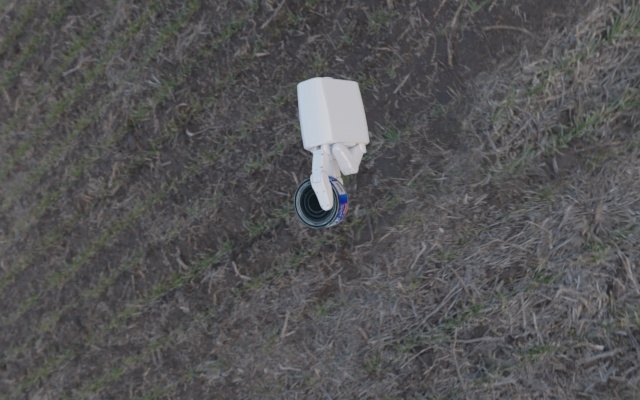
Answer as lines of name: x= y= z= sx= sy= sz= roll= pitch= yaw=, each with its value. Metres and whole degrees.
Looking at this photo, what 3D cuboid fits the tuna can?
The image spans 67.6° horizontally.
tuna can: x=0.000 y=0.003 z=0.775 sx=0.086 sy=0.086 sz=0.034 roll=0 pitch=5 yaw=29
